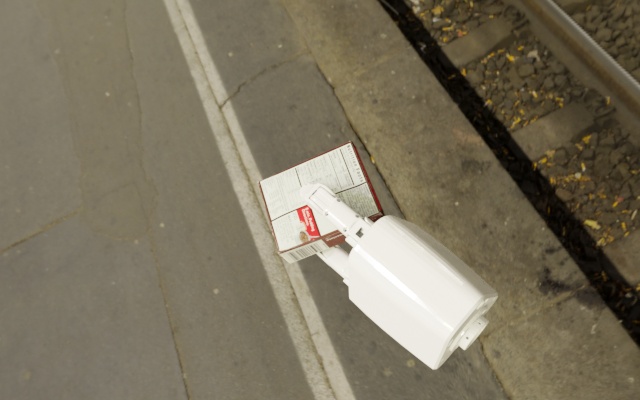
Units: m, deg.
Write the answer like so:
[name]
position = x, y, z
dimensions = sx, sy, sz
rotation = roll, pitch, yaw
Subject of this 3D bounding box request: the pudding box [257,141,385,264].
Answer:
[pudding box]
position = 0.000, 0.002, 0.495
dimensions = 0.113, 0.090, 0.039
rotation = -22, -26, 6
